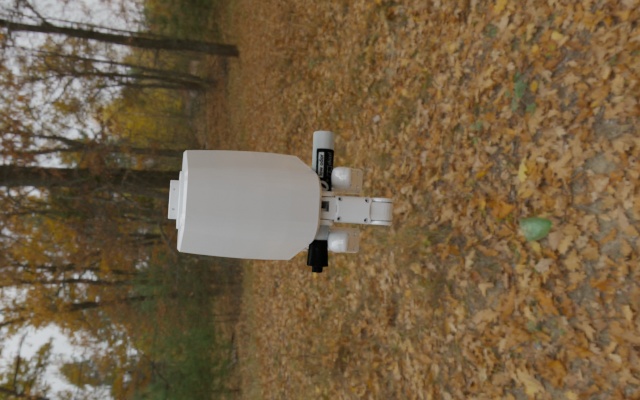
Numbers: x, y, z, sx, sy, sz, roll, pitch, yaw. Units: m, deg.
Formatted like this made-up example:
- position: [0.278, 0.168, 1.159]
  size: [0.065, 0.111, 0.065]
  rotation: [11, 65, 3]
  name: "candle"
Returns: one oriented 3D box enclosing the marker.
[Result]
- position: [0.000, 0.001, 0.412]
  size: [0.020, 0.121, 0.020]
  rotation: [3, -2, 0]
  name: "marker"
